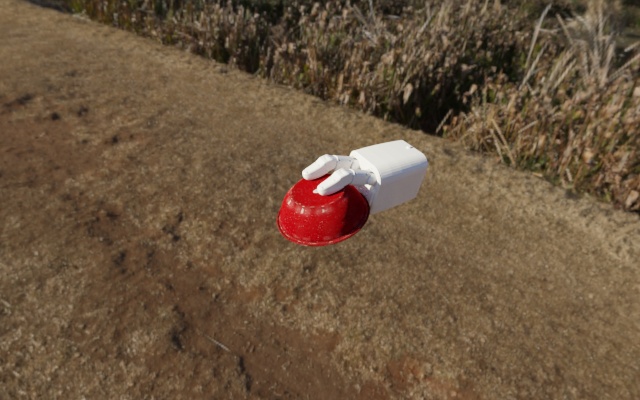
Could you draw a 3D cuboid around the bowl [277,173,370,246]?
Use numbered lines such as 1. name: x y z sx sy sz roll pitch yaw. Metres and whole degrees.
1. bowl: -0.001 0.003 0.800 0.162 0.055 0.162 -8 38 6
